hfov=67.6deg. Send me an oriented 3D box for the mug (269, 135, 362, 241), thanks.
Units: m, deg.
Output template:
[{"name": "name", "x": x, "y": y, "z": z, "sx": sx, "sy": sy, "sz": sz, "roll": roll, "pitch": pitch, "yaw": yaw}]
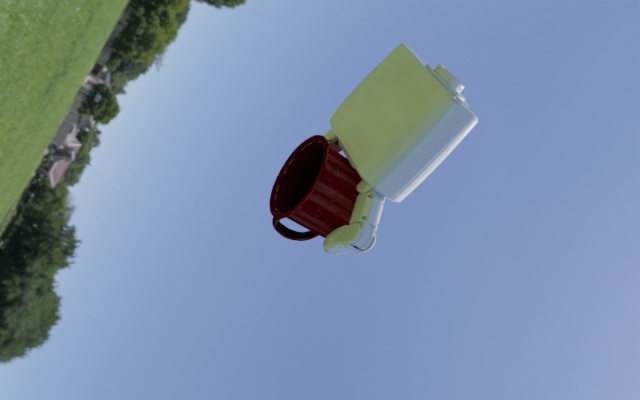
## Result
[{"name": "mug", "x": -0.001, "y": 0.003, "z": 0.491, "sx": 0.081, "sy": 0.117, "sz": 0.093, "roll": 30, "pitch": 28, "yaw": -27}]
